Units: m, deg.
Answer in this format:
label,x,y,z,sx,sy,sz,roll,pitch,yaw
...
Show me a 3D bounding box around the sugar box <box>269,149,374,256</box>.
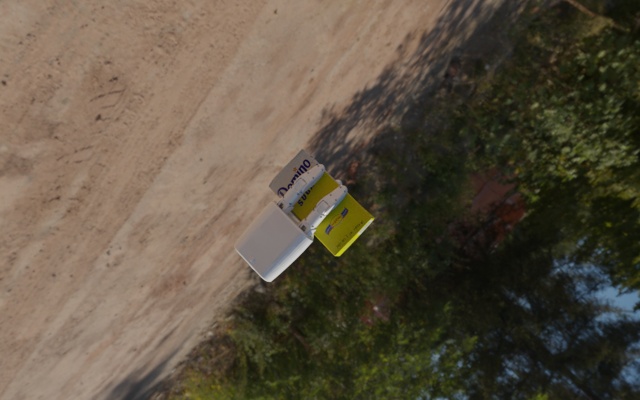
label,x,y,z,sx,sy,sz,roll,pitch,yaw
sugar box,0.000,0.003,0.833,0.176,0.093,0.048,44,5,12
